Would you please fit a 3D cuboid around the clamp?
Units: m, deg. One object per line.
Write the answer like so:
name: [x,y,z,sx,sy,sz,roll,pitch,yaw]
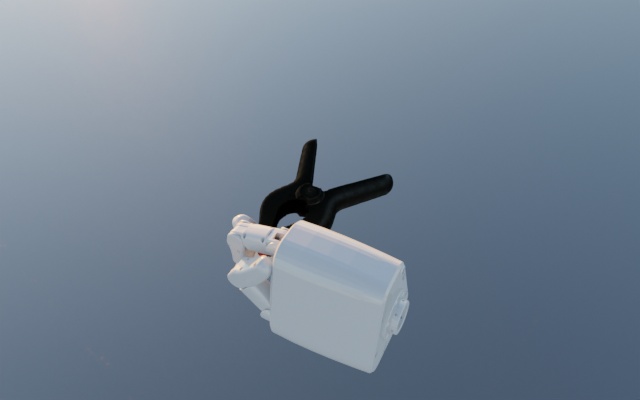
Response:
clamp: [0.000,0.001,0.519,0.120,0.039,0.171,17,51,23]
